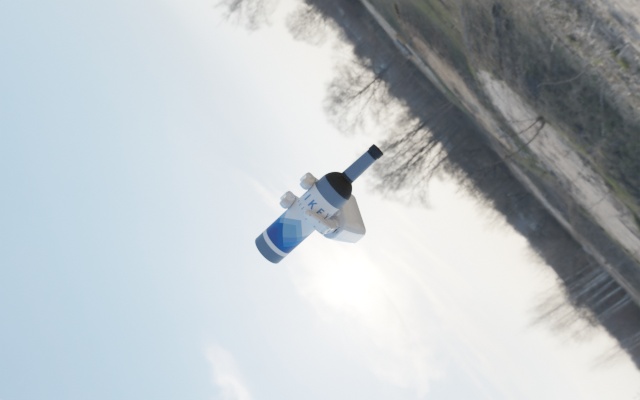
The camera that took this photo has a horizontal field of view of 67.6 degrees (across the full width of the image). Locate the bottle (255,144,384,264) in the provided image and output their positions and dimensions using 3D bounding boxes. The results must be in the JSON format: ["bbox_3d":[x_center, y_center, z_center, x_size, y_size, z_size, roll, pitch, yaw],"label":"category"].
[{"bbox_3d":[0.000,0.003,0.898,0.296,0.069,0.069,-42,-14,15],"label":"bottle"}]
